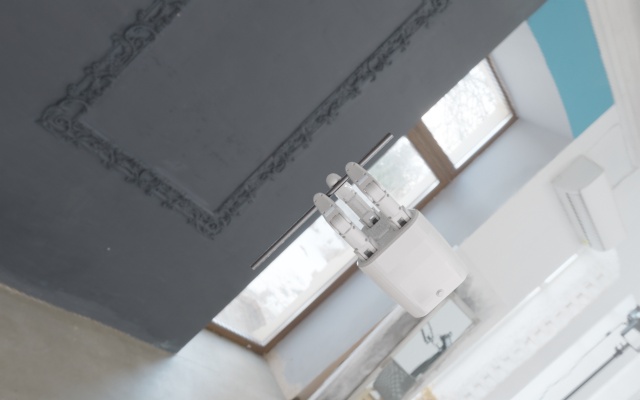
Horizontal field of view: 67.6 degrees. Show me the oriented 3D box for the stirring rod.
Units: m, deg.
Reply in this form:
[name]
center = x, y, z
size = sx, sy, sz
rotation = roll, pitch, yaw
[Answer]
[stirring rod]
center = 0.000, 0.002, 0.596
size = 0.239, 0.011, 0.011
rotation = -44, -5, 5
